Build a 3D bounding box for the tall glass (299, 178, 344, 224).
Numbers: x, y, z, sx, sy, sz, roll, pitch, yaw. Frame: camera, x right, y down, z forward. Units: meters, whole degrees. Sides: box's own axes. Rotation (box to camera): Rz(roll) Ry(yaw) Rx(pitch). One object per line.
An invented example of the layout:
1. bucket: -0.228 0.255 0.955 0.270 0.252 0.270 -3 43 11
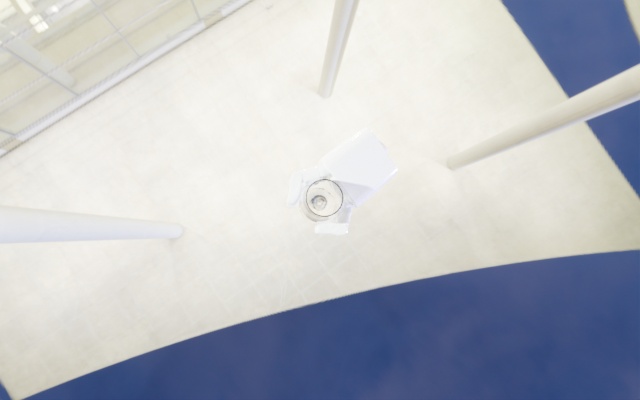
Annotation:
1. tall glass: 0.000 0.003 0.869 0.079 0.079 0.201 0 -4 -4
